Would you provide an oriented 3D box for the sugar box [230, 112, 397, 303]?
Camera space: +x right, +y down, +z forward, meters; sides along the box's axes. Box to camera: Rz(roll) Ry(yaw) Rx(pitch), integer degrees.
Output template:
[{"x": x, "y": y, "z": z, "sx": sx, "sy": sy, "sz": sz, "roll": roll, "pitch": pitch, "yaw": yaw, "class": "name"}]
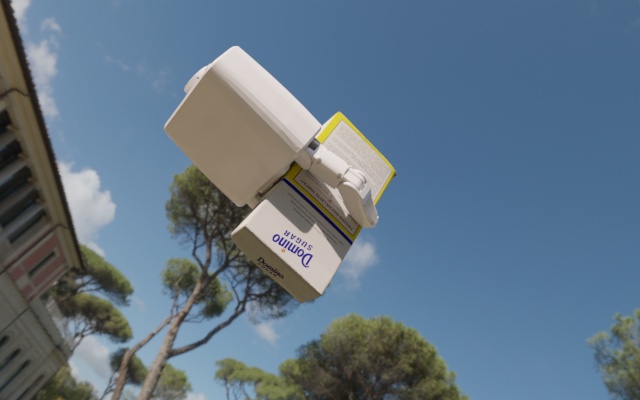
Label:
[{"x": 0.000, "y": 0.002, "z": 0.466, "sx": 0.048, "sy": 0.093, "sz": 0.176, "roll": -32, "pitch": 17, "yaw": 54, "class": "sugar box"}]
